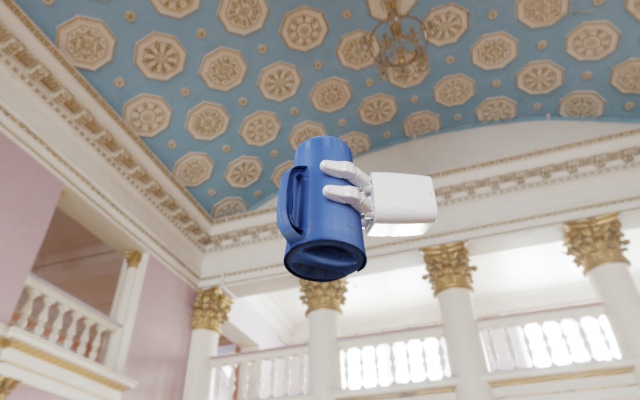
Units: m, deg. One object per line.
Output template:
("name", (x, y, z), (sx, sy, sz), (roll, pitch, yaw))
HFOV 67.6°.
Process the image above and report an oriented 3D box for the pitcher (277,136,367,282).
("pitcher", (0.000, 0.003, 0.817), (0.145, 0.242, 0.149), (2, -37, -4))
